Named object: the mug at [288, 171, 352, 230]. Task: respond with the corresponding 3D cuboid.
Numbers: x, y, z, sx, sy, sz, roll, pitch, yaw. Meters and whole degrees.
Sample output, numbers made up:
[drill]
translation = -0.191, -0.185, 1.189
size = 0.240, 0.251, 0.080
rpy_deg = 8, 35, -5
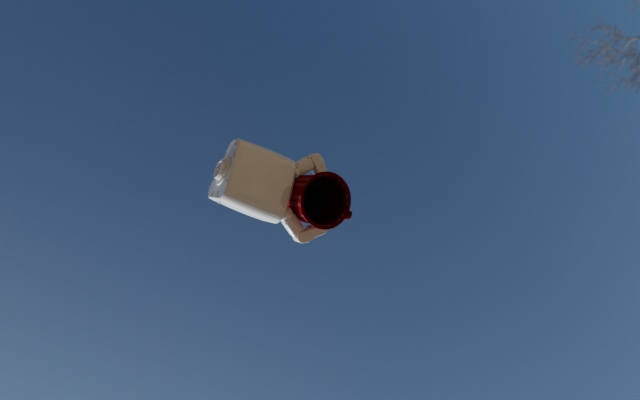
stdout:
[mug]
translation = 0.001, 0.003, 0.799
size = 0.117, 0.093, 0.081
rpy_deg = 24, -9, -28
